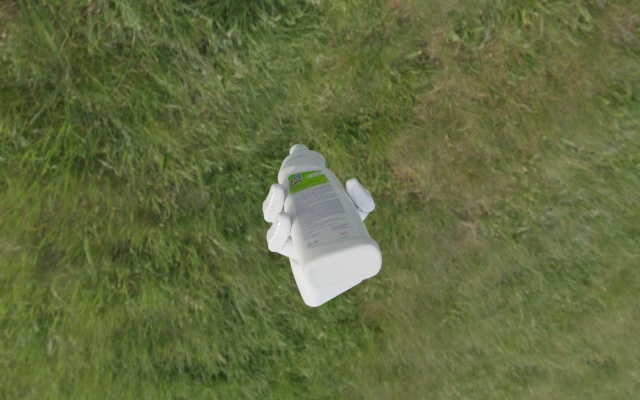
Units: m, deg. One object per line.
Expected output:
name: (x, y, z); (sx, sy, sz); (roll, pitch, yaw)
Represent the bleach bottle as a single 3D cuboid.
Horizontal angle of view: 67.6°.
bleach bottle: (0.000, 0.002, 0.669); (0.102, 0.068, 0.250); (-15, 44, -3)
